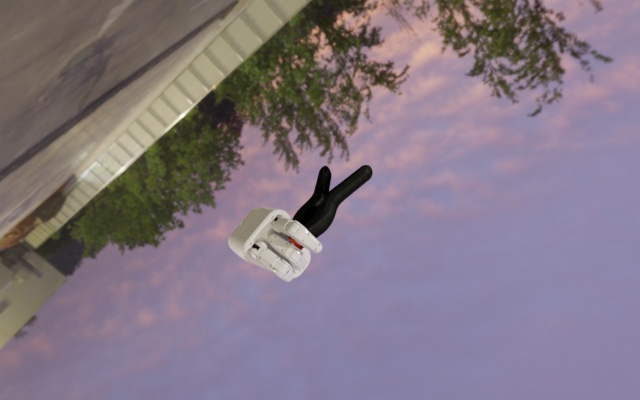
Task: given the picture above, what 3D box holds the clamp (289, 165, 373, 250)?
[{"bbox_3d":[0.000,0.003,0.780,0.039,0.171,0.120,49,-17,-23],"label":"clamp"}]
